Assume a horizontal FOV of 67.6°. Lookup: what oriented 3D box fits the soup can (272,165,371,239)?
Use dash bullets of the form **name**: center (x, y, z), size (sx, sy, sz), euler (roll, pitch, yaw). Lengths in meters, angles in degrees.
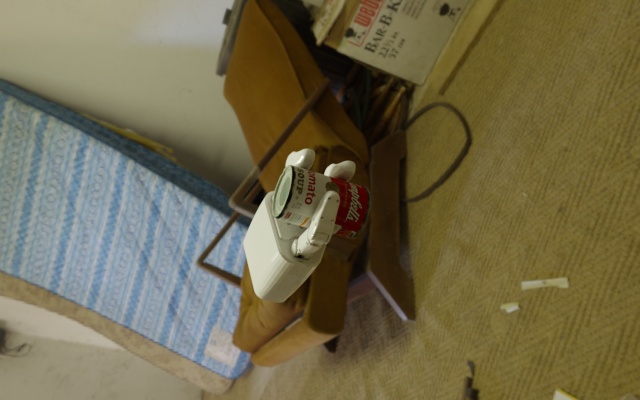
- **soup can**: center (0.000, 0.002, 0.578), size (0.102, 0.068, 0.068), euler (16, -6, -19)
